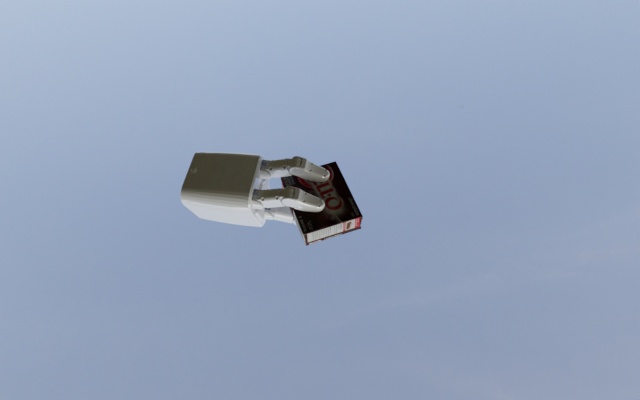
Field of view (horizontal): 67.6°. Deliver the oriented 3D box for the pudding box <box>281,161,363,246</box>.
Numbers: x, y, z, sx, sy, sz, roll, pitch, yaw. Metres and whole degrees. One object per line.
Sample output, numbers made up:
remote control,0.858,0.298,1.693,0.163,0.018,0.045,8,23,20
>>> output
pudding box,0.000,0.002,0.704,0.090,0.113,0.039,-17,-32,-10
